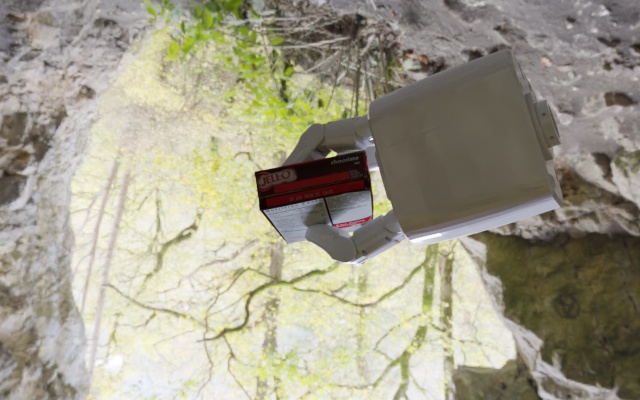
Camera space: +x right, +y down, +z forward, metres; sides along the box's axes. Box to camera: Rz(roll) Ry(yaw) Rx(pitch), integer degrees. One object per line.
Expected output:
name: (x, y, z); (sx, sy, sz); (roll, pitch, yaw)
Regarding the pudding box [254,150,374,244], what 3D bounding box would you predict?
pudding box: (0.000, 0.002, 0.417); (0.090, 0.039, 0.113); (-10, -22, 4)
